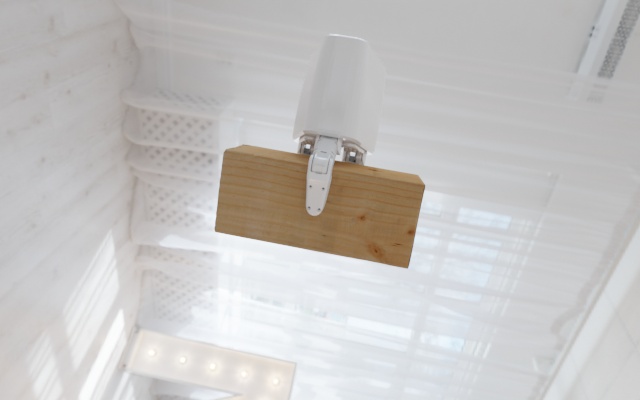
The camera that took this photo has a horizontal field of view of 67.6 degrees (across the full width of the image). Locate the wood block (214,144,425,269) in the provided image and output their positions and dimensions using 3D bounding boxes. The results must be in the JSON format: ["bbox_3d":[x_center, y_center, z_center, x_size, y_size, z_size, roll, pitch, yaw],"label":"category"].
[{"bbox_3d":[0.000,0.001,0.526,0.206,0.090,0.091,10,11,5],"label":"wood block"}]
